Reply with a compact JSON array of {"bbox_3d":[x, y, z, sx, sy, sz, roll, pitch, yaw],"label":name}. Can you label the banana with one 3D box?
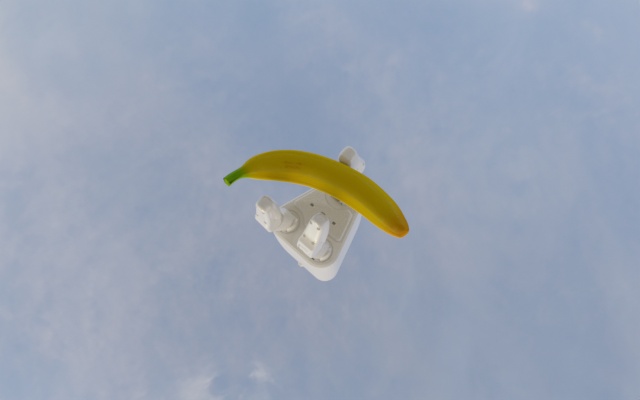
[{"bbox_3d":[0.002,-0.015,0.506,0.198,0.069,0.037,16,-24,8],"label":"banana"}]
